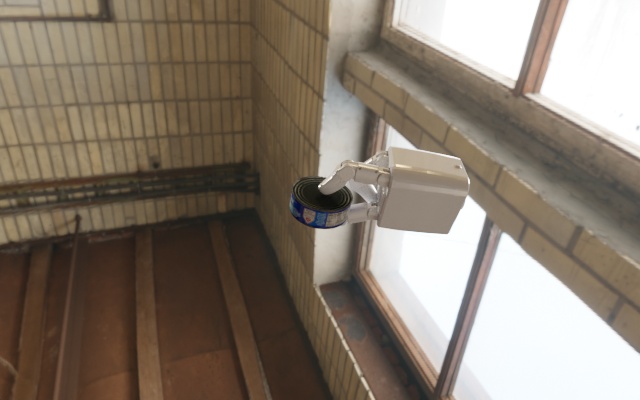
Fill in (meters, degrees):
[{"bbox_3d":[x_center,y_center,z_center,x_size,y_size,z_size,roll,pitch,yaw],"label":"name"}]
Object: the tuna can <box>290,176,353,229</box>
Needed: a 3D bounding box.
[{"bbox_3d":[0.000,0.003,0.666,0.086,0.034,0.086,8,33,-5],"label":"tuna can"}]
